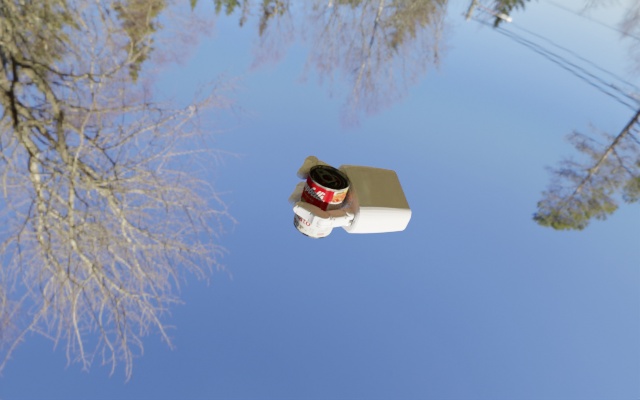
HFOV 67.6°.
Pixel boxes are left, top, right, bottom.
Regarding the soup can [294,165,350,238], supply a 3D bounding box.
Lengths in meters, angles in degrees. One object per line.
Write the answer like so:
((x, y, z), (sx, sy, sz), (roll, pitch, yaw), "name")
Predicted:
((0.000, 0.003, 0.777), (0.068, 0.102, 0.068), (14, 34, -10), "soup can")
